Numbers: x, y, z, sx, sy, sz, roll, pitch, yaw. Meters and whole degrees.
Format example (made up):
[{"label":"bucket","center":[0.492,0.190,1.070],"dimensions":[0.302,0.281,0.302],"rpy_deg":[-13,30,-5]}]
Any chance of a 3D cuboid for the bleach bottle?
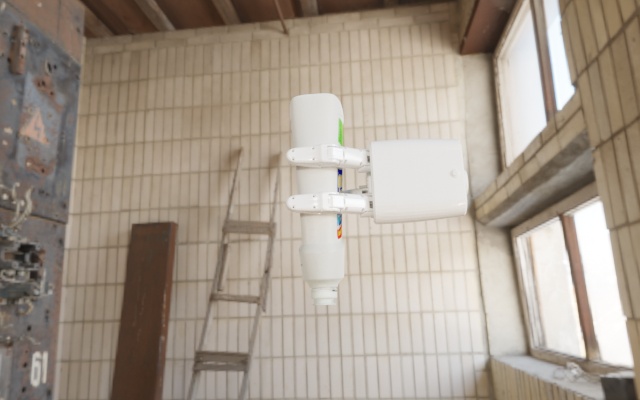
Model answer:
[{"label":"bleach bottle","center":[0.000,0.002,0.595],"dimensions":[0.068,0.250,0.102],"rpy_deg":[-3,-11,5]}]
